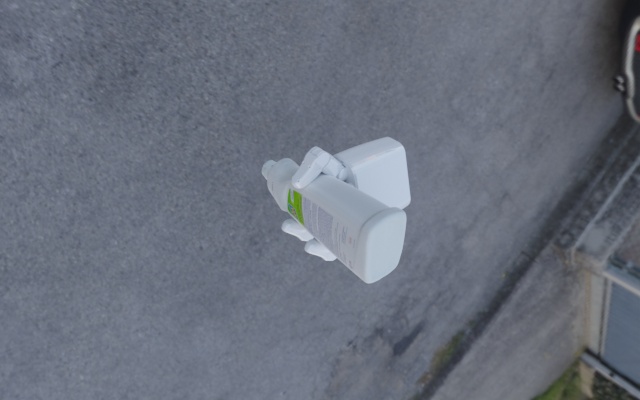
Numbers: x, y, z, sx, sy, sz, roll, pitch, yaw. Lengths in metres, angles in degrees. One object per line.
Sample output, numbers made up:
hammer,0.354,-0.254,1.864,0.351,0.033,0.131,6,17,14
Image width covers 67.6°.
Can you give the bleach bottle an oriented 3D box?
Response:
bleach bottle,0.000,0.002,0.645,0.068,0.103,0.250,-25,43,-31
